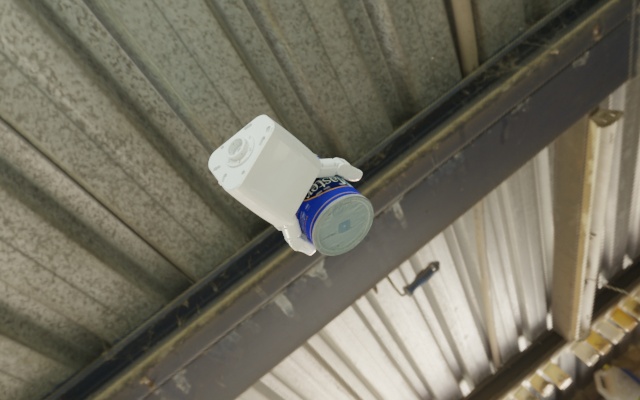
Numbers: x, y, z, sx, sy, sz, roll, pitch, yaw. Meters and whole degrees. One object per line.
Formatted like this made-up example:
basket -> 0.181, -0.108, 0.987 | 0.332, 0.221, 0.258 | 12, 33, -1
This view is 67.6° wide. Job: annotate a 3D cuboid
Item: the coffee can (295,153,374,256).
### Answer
coffee can -> 0.000, 0.003, 0.733 | 0.103, 0.103, 0.140 | 0, 31, -36
